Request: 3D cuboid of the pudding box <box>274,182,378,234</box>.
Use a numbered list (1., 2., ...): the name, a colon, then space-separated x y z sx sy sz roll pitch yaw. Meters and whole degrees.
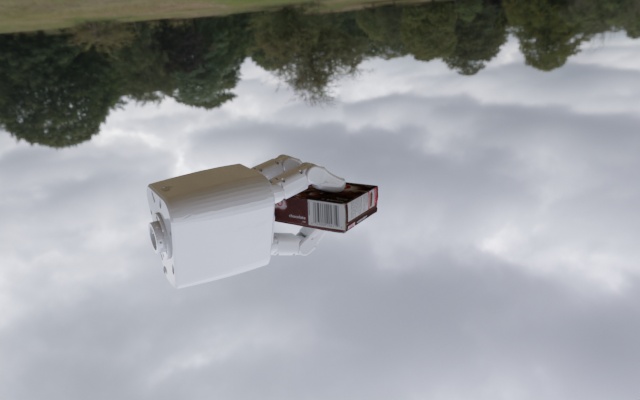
1. pudding box: 0.000 0.002 0.568 0.113 0.039 0.090 10 20 28
